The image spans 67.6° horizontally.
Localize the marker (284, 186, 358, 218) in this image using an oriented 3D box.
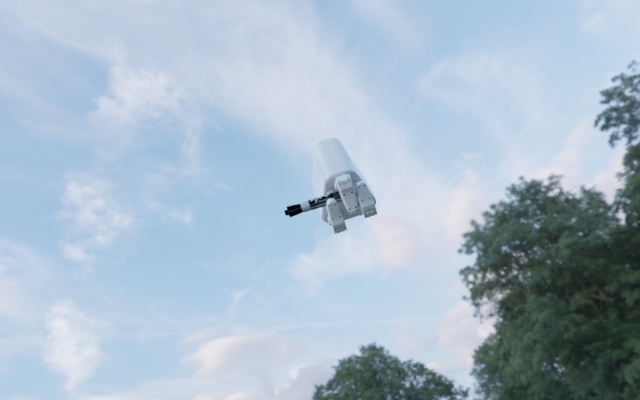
[{"bbox_3d":[0.000,0.003,0.773,0.121,0.020,0.020,-18,0,-1],"label":"marker"}]
